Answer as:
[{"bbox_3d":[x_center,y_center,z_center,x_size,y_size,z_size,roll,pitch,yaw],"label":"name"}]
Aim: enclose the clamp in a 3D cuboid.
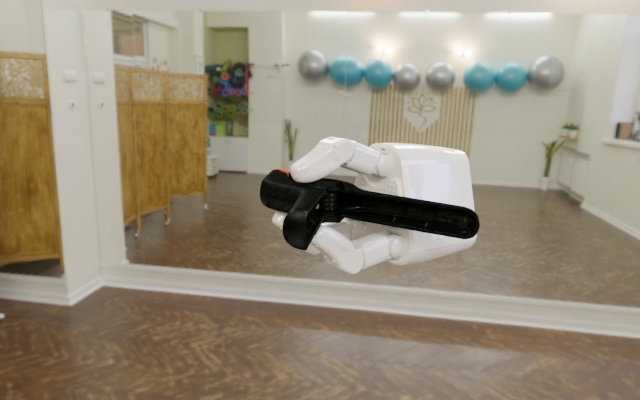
[{"bbox_3d":[0.000,0.000,0.403,0.164,0.036,0.210,-1,12,-37],"label":"clamp"}]
